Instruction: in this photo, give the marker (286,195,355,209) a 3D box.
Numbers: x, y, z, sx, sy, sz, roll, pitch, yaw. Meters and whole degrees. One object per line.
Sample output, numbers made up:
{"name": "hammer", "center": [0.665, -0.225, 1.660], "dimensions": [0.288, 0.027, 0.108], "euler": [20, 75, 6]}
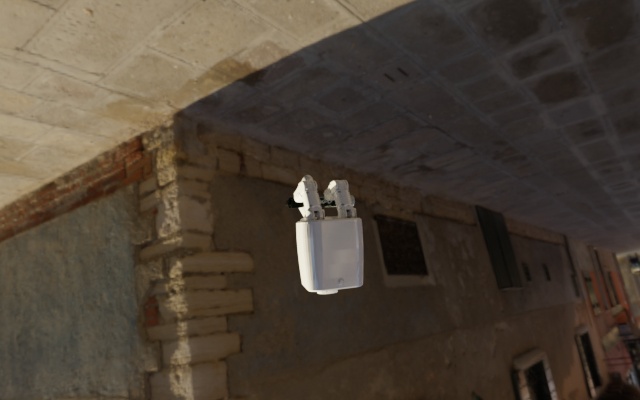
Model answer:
{"name": "marker", "center": [0.000, 0.003, 0.798], "dimensions": [0.121, 0.020, 0.020], "euler": [-2, 1, -24]}
